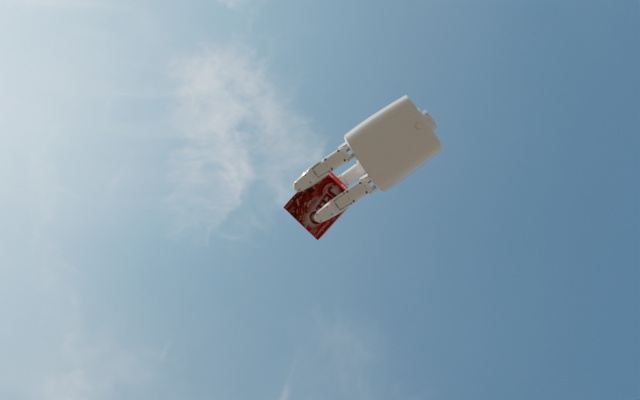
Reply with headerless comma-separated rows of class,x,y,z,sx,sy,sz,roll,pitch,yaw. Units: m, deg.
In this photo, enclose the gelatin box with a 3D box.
gelatin box,0.000,0.003,0.716,0.073,0.089,0.030,43,18,5
